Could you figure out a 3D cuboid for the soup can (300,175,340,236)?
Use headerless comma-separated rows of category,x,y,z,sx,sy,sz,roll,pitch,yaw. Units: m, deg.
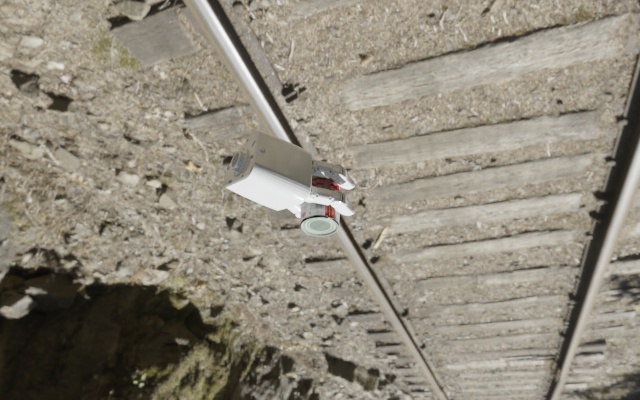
soup can,0.000,0.003,0.832,0.068,0.102,0.068,1,-33,1
